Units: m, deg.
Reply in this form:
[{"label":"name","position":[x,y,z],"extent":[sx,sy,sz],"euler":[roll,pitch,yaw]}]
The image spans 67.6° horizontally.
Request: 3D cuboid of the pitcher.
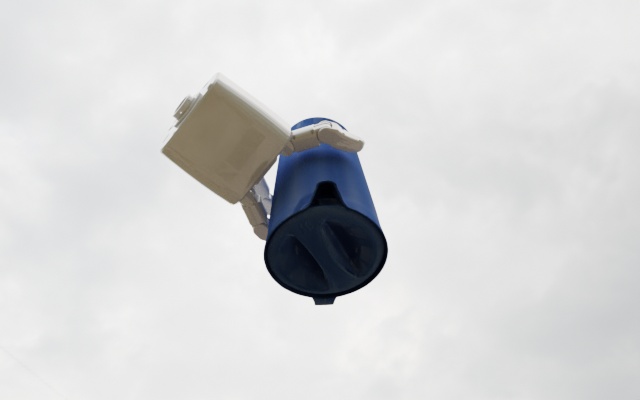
[{"label":"pitcher","position":[0.000,0.002,0.607],"extent":[0.145,0.149,0.242],"euler":[37,26,-25]}]
